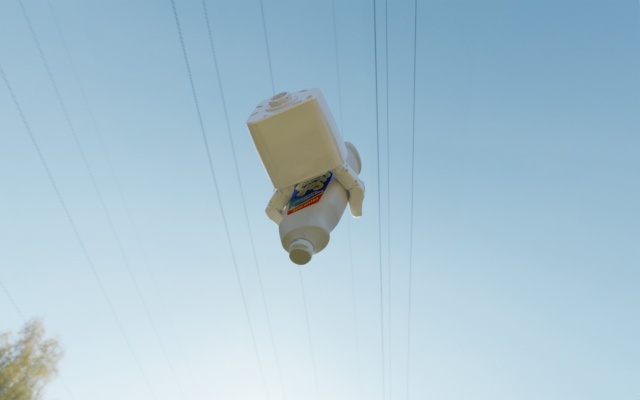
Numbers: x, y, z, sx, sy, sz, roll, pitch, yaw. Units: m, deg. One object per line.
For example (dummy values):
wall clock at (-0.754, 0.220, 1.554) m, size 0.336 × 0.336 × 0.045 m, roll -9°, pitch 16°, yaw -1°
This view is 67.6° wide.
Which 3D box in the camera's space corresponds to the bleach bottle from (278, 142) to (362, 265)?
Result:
bleach bottle at (0.000, 0.002, 0.710) m, size 0.102 × 0.068 × 0.250 m, roll -14°, pitch 29°, yaw 18°
